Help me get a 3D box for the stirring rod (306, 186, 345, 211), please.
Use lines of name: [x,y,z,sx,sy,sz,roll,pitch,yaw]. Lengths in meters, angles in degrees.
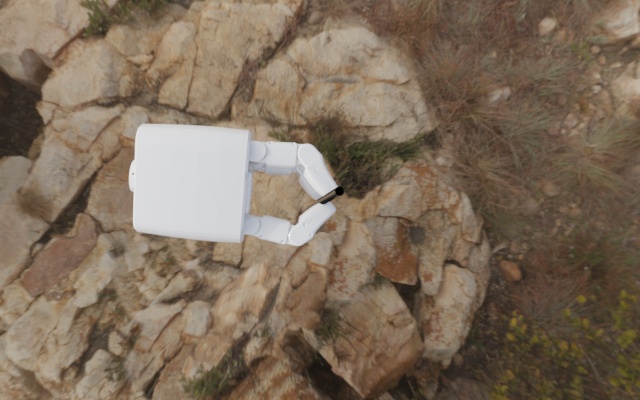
stirring rod: [0.000,0.002,0.512,0.011,0.011,0.239,0,-5,-8]
